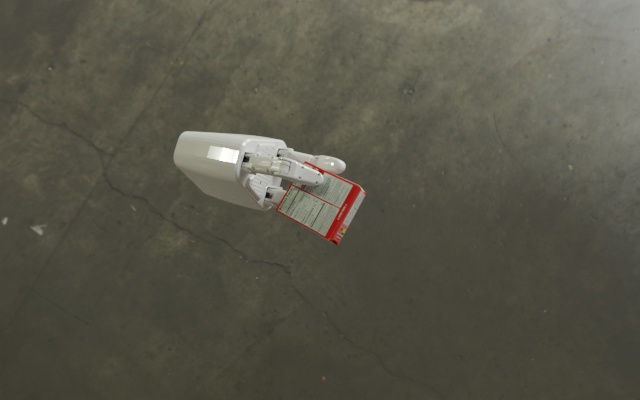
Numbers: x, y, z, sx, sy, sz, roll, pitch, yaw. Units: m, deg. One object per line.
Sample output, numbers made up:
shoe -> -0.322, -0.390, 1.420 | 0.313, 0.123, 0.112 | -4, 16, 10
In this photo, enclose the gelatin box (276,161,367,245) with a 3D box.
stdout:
gelatin box -> 0.000, 0.002, 0.582 | 0.089, 0.073, 0.030 | 27, -5, 31
